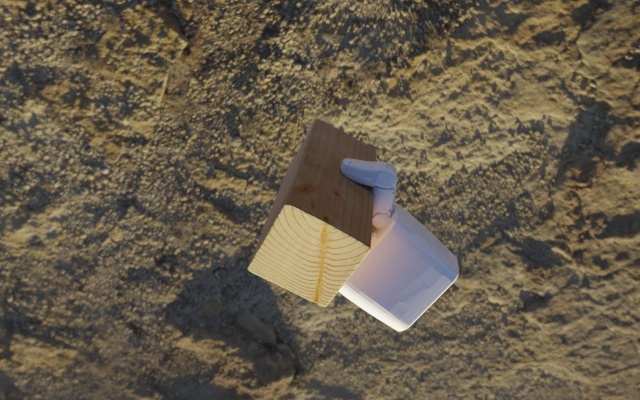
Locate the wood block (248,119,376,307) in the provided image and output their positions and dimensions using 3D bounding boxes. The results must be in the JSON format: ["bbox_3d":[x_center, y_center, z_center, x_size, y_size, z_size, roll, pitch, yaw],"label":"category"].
[{"bbox_3d":[0.001,0.002,0.529,0.090,0.091,0.206,28,30,-9],"label":"wood block"}]
